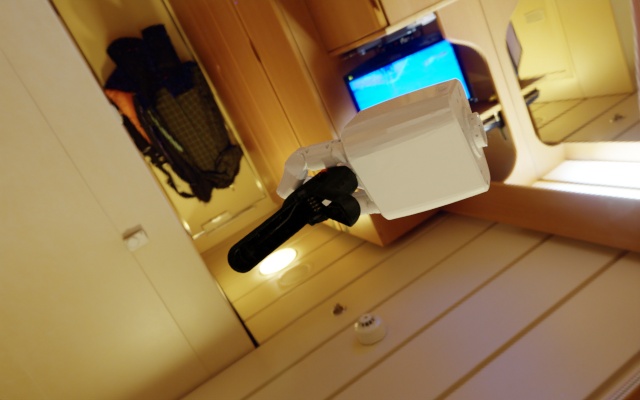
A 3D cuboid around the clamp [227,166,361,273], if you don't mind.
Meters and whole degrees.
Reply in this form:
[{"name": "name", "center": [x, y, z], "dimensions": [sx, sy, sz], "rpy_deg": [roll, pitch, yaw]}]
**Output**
[{"name": "clamp", "center": [0.000, 0.002, 0.430], "dimensions": [0.120, 0.039, 0.171], "rpy_deg": [-17, 19, 29]}]
